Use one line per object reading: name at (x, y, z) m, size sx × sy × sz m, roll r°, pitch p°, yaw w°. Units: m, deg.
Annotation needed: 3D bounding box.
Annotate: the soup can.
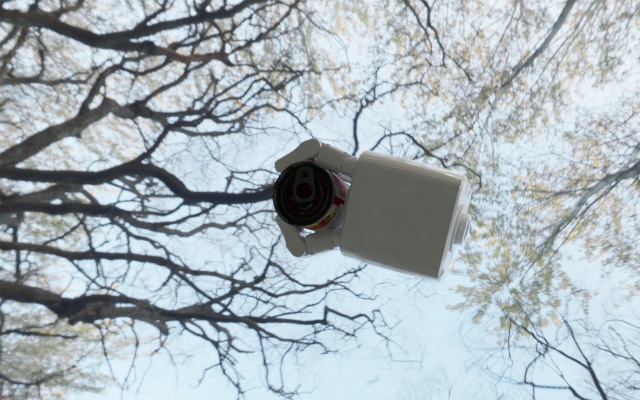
soup can at (0.000, 0.002, 0.525) m, size 0.068 × 0.068 × 0.102 m, roll 0°, pitch -10°, yaw 21°
